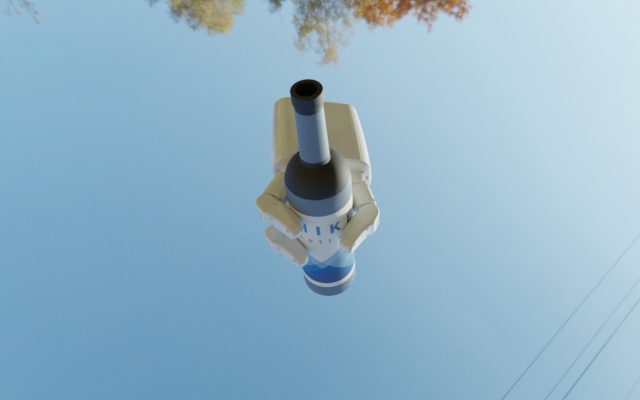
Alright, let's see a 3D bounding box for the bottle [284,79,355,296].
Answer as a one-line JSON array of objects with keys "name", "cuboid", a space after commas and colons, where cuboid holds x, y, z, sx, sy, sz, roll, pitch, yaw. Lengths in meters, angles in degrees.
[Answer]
[{"name": "bottle", "cuboid": [0.000, 0.002, 0.500, 0.069, 0.069, 0.296, 0, -39, 6]}]
